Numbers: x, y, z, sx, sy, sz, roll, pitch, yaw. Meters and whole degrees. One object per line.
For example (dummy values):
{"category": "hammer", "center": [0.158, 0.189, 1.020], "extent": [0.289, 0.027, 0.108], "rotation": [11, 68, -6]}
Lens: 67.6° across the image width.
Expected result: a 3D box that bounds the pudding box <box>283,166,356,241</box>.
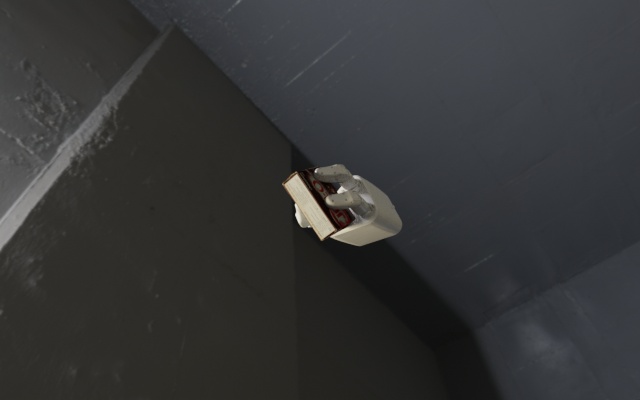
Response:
{"category": "pudding box", "center": [0.000, 0.003, 0.772], "extent": [0.039, 0.113, 0.090], "rotation": [-39, -7, 23]}
